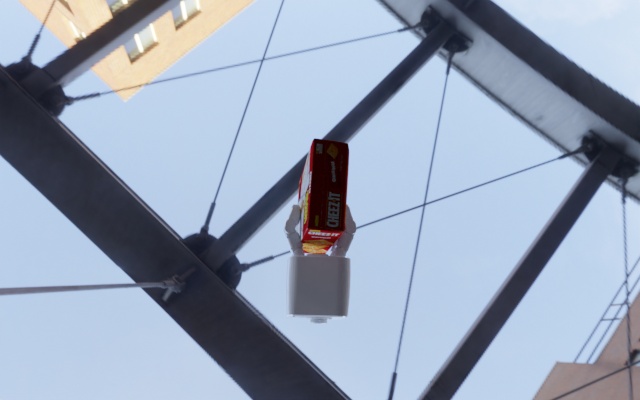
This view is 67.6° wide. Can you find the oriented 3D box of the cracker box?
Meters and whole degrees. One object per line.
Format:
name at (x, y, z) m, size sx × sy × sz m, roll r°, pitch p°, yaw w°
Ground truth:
cracker box at (0.000, 0.003, 0.899) m, size 0.072 × 0.164 × 0.214 m, roll 5°, pitch -17°, yaw -7°
